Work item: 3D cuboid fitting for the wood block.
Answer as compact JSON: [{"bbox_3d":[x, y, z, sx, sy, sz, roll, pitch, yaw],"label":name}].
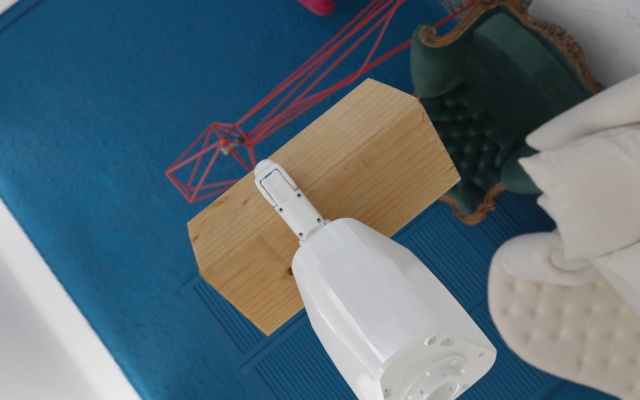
[{"bbox_3d":[0.000,0.001,0.407,0.206,0.091,0.090,-39,32,-2],"label":"wood block"}]
